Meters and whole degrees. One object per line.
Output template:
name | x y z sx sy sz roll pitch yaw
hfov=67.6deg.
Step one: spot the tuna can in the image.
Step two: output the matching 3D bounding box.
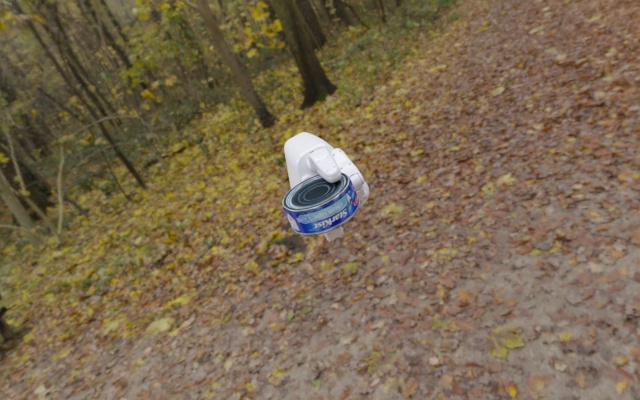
tuna can | 0.000 0.001 0.552 0.086 0.034 0.086 -19 26 10
